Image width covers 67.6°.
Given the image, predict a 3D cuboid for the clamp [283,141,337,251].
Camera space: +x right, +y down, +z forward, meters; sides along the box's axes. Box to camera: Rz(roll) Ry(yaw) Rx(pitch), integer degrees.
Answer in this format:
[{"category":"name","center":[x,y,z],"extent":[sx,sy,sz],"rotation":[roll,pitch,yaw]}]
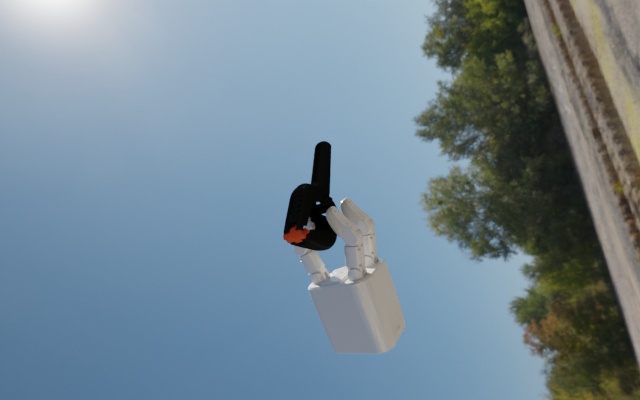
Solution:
[{"category":"clamp","center":[-0.001,0.003,0.673],"extent":[0.036,0.164,0.210],"rotation":[-21,3,27]}]
